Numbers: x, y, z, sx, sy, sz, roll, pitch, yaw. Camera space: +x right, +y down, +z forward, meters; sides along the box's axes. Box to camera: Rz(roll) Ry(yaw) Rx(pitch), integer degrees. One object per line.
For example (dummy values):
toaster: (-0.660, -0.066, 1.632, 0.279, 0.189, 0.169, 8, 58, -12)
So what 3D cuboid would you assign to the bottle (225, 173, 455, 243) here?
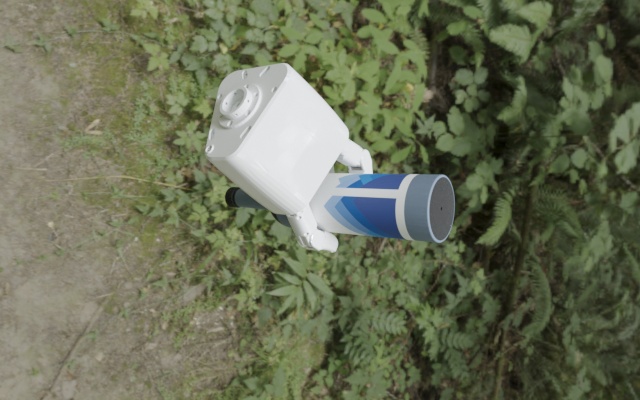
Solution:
bottle: (0.000, 0.002, 0.550, 0.295, 0.069, 0.069, 3, 2, 37)
